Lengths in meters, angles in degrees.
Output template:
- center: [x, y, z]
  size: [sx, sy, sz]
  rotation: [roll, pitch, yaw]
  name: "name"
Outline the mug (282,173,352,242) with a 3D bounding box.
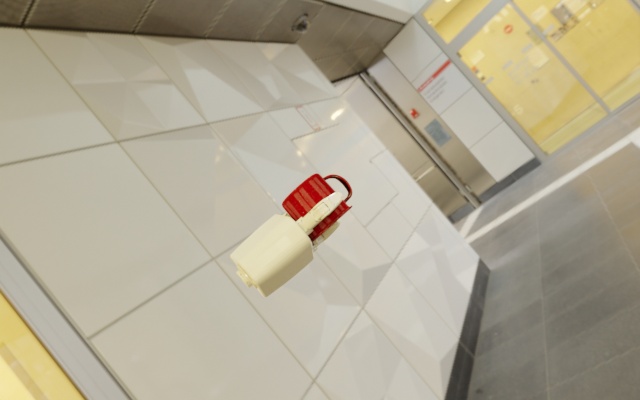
- center: [0.001, 0.001, 0.783]
  size: [0.117, 0.081, 0.093]
  rotation: [-41, -3, -15]
  name: "mug"
